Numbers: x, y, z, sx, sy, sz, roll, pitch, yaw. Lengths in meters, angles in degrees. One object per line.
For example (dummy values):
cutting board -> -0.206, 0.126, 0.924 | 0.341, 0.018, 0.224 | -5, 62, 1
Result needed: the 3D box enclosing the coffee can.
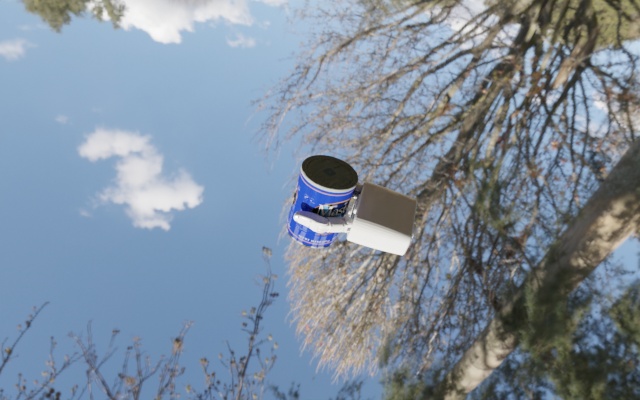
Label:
coffee can -> 0.000, 0.003, 0.872 | 0.103, 0.140, 0.102 | 11, 37, -9
